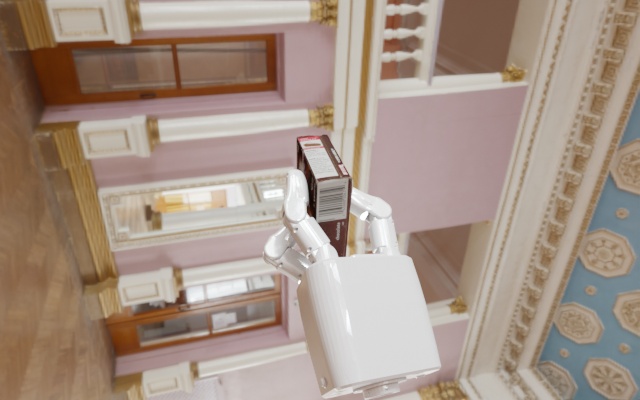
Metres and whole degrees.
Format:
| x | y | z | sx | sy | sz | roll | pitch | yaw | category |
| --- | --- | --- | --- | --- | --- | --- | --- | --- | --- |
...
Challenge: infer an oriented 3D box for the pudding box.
| x | y | z | sx | sy | sz | roll | pitch | yaw | category |
| --- | --- | --- | --- | --- | --- | --- | --- | --- | --- |
| 0.000 | 0.002 | 0.495 | 0.039 | 0.114 | 0.090 | -6 | 36 | -14 | pudding box |
